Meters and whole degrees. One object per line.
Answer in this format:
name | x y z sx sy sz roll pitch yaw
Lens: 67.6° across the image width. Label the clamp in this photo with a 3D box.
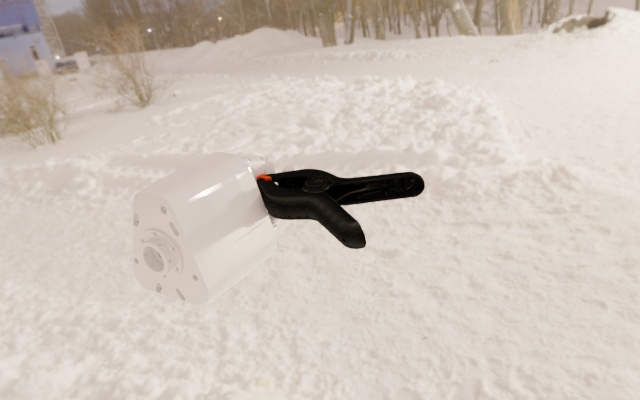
clamp | 0.000 0.001 0.452 0.171 0.039 0.120 2 22 30
